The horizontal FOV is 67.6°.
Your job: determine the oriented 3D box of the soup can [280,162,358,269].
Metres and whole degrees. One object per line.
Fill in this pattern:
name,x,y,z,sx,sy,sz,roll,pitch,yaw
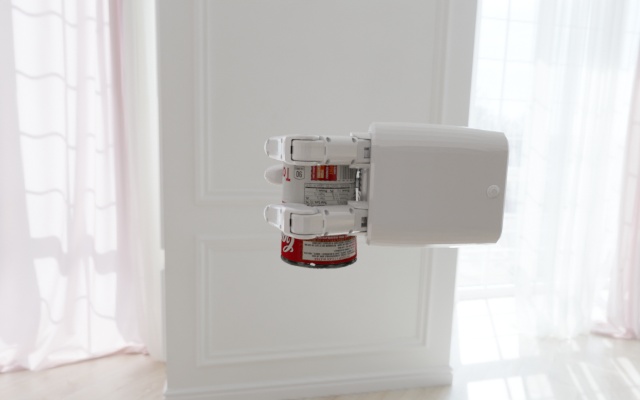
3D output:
soup can,0.000,0.001,0.416,0.068,0.102,0.068,2,8,0
